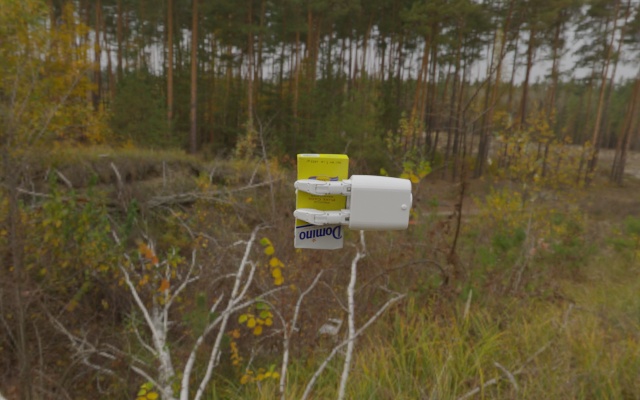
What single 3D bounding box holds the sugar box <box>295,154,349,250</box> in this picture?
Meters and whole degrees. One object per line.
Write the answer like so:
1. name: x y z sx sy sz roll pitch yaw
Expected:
1. sugar box: 0.000 0.003 0.890 0.093 0.176 0.048 1 13 -3
